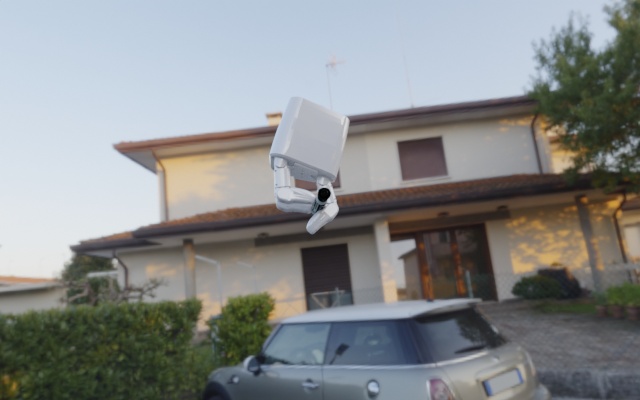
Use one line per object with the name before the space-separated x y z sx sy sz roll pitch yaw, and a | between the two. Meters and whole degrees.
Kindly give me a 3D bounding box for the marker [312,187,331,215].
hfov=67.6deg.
marker | 0.000 0.002 0.733 0.020 0.020 0.121 0 -13 -6
